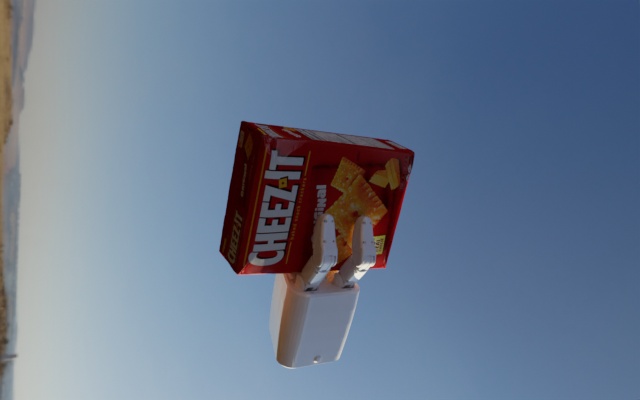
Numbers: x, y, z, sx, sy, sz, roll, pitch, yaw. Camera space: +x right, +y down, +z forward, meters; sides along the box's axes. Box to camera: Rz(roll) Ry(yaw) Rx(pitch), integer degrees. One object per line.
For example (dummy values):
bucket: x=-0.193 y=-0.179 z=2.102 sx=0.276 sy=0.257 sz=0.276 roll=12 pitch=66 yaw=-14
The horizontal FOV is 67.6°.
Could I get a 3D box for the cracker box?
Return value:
cracker box: x=0.000 y=0.002 z=0.581 sx=0.214 sy=0.164 sz=0.072 roll=2 pitch=19 yaw=-32
